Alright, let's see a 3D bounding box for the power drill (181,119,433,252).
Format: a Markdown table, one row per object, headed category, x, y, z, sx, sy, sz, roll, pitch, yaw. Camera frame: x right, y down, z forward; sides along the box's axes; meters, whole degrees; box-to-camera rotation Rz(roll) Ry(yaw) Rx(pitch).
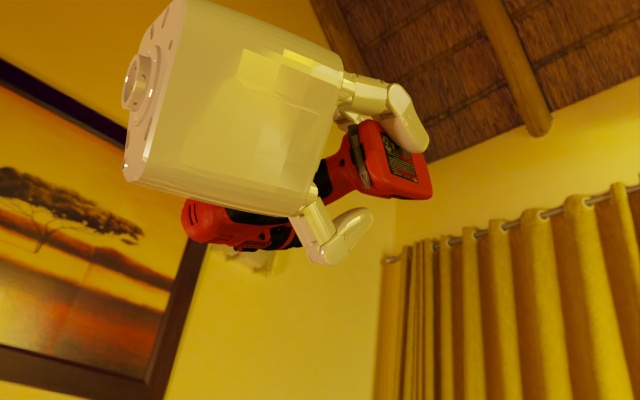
| category | x | y | z | sx | sy | sz | roll | pitch | yaw |
| --- | --- | --- | --- | --- | --- | --- | --- | --- | --- |
| power drill | 0.000 | 0.001 | 0.431 | 0.188 | 0.057 | 0.184 | -23 | -17 | 29 |
